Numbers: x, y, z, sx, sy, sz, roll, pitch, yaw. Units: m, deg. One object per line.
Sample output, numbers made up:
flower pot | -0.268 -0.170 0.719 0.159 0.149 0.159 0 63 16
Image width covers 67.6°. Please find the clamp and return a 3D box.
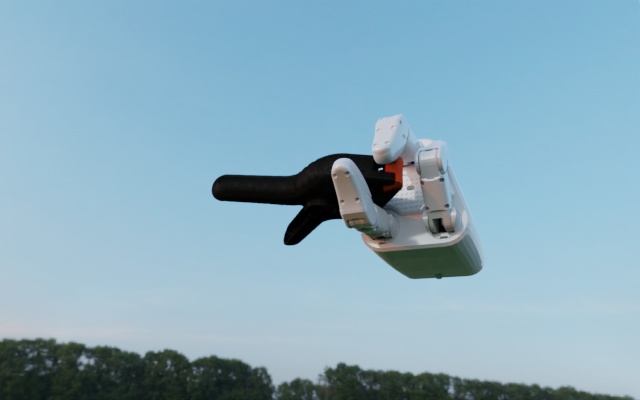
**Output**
clamp | 0.000 0.001 0.439 0.171 0.039 0.120 -8 -28 25
